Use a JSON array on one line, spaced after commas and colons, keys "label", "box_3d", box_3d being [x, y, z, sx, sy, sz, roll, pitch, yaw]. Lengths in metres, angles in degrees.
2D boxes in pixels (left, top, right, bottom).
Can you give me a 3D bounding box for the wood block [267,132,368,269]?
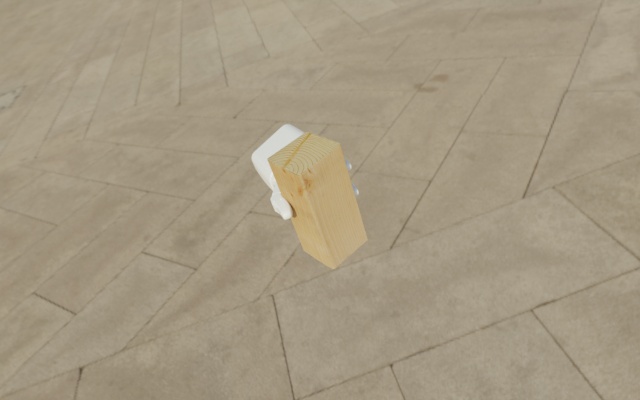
[{"label": "wood block", "box_3d": [0.000, 0.003, 0.804, 0.091, 0.206, 0.090, -38, 40, -23]}]
